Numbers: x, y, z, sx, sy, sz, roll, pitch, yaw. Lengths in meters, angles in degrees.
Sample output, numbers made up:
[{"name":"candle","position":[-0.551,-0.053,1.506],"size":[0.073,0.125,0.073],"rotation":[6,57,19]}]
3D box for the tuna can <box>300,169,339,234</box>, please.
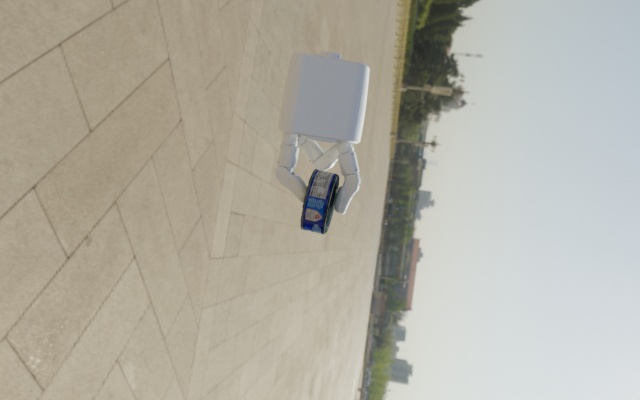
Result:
[{"name":"tuna can","position":[0.001,0.002,0.651],"size":[0.034,0.086,0.086],"rotation":[13,2,7]}]
